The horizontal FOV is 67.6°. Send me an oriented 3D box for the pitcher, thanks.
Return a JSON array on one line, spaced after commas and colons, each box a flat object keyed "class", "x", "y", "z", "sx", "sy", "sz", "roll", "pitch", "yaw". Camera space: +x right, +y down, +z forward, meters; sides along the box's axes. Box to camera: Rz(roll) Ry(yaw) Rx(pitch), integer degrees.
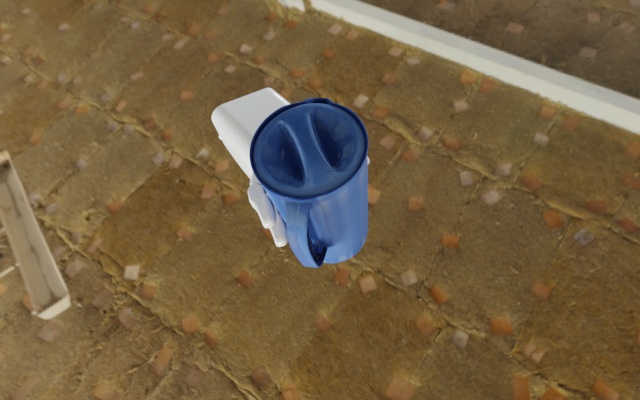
[{"class": "pitcher", "x": 0.000, "y": 0.002, "z": 0.622, "sx": 0.149, "sy": 0.145, "sz": 0.243, "roll": -38, "pitch": -27, "yaw": -11}]
